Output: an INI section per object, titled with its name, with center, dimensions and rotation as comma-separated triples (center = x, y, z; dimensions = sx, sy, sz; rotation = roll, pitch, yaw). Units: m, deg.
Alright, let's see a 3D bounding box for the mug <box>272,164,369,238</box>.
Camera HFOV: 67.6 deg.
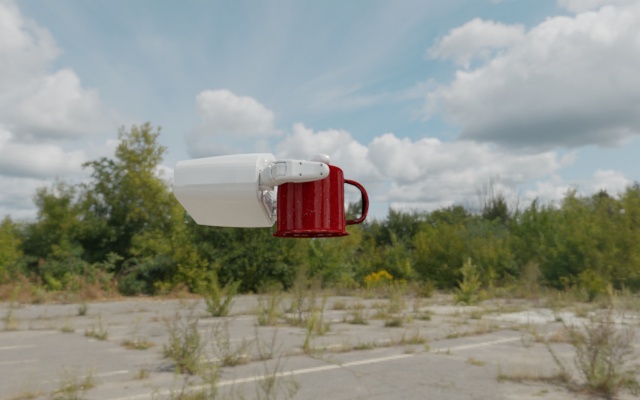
[mug]
center = 0.002, 0.002, 0.577
dimensions = 0.117, 0.081, 0.093
rotation = -1, -8, 5
